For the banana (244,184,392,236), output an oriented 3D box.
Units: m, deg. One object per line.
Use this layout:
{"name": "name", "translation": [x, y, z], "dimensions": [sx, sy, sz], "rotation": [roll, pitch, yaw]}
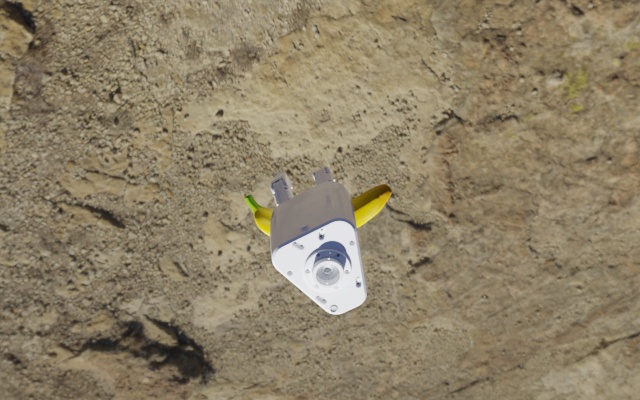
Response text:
{"name": "banana", "translation": [-0.002, 0.021, 0.635], "dimensions": [0.198, 0.069, 0.037], "rotation": [-5, 11, 2]}
